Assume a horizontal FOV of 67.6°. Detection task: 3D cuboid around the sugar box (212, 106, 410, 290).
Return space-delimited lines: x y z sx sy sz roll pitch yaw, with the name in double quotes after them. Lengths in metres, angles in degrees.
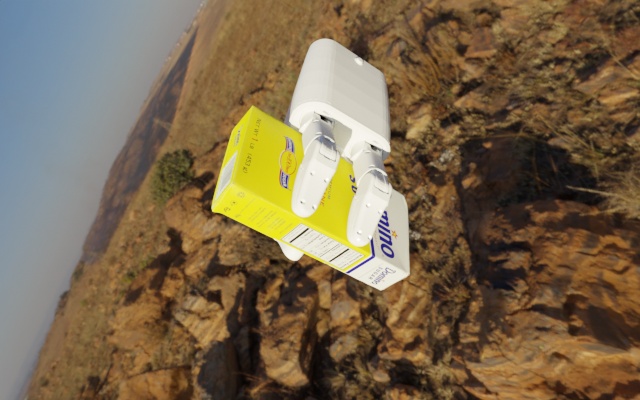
0.000 0.001 0.414 0.176 0.093 0.048 26 -43 -23 "sugar box"
